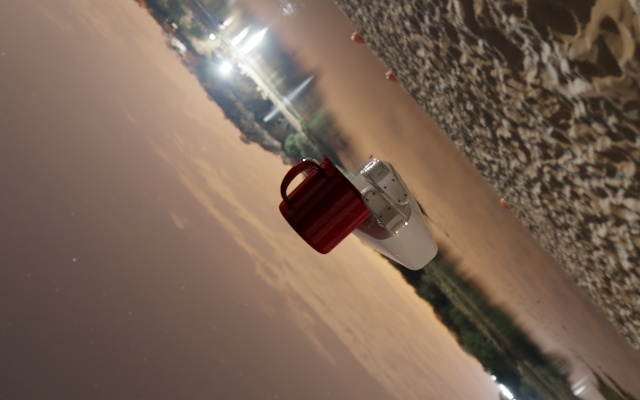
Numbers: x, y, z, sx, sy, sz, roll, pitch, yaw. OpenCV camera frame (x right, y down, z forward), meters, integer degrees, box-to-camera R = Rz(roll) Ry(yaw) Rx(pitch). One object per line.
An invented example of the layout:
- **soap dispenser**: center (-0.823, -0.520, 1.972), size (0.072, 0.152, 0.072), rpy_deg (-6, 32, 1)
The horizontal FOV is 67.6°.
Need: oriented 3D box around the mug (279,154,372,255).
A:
- **mug**: center (-0.001, 0.001, 0.543), size (0.117, 0.081, 0.093), rpy_deg (43, 5, -42)
